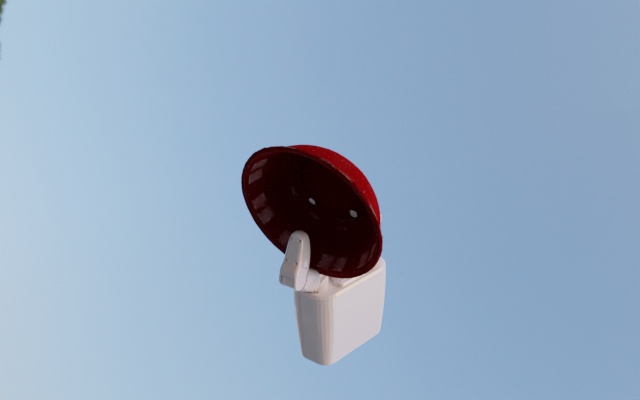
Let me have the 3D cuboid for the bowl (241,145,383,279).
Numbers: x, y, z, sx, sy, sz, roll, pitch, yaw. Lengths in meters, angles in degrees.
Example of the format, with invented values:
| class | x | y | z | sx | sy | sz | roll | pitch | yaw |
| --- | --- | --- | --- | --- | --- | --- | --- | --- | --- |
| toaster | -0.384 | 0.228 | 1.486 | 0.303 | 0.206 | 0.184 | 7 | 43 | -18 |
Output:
| class | x | y | z | sx | sy | sz | roll | pitch | yaw |
| --- | --- | --- | --- | --- | --- | --- | --- | --- | --- |
| bowl | 0.000 | 0.000 | 0.481 | 0.162 | 0.162 | 0.055 | 0 | 36 | 40 |
